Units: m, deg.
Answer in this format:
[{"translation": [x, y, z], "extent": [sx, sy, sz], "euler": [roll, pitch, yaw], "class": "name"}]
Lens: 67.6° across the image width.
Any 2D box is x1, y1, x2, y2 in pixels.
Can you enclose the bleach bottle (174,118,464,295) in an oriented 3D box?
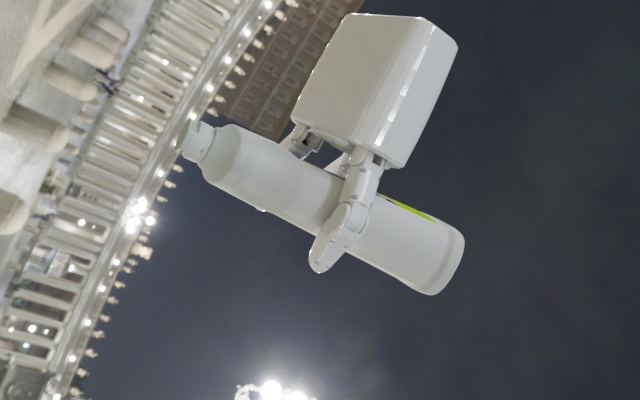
[{"translation": [0.000, 0.001, 0.408], "extent": [0.251, 0.068, 0.102], "euler": [26, 2, -26], "class": "bleach bottle"}]
